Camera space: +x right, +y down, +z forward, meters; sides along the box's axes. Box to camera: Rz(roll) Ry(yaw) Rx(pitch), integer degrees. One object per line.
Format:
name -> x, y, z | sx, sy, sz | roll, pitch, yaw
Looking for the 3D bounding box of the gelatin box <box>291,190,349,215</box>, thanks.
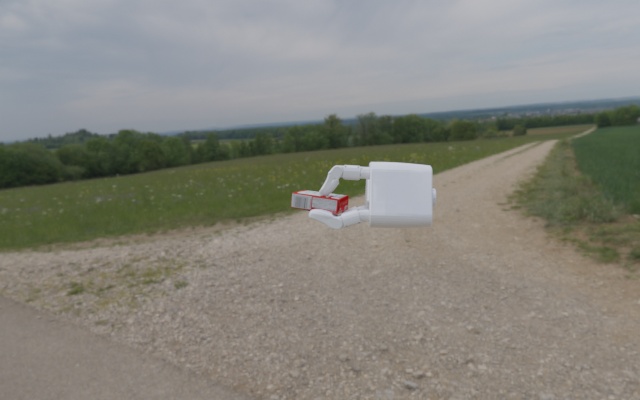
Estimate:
gelatin box -> 0.000, 0.002, 0.859 | 0.089, 0.030, 0.073 | 9, 8, 15
